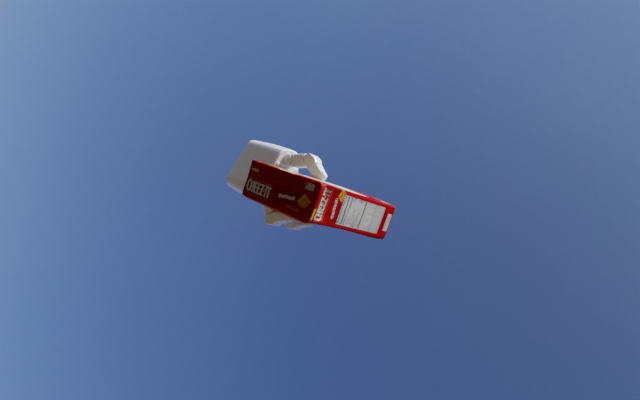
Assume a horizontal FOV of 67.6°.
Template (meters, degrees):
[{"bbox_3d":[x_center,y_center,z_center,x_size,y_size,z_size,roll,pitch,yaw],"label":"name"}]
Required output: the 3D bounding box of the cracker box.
[{"bbox_3d":[0.000,0.003,0.819,0.164,0.072,0.214,20,3,41],"label":"cracker box"}]
